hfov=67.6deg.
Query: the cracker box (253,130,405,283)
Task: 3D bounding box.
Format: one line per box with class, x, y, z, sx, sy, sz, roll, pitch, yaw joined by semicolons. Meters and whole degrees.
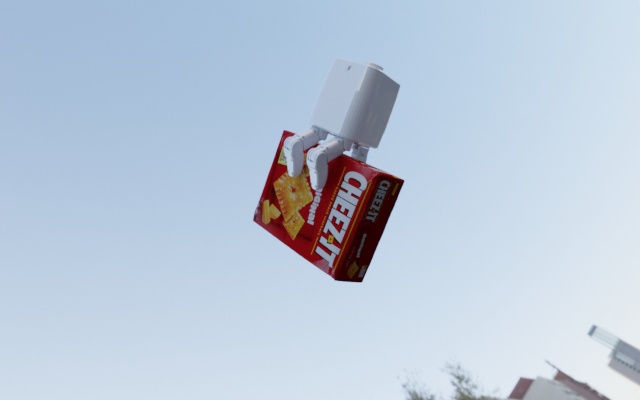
cracker box;0.000;0.002;0.728;0.072;0.164;0.213;11;14;-46
